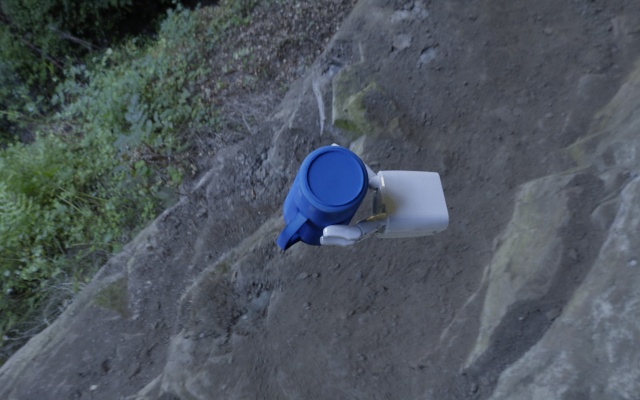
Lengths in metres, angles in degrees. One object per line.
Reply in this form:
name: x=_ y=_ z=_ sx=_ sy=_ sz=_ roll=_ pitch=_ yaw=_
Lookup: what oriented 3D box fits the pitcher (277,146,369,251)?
pitcher: x=0.000 y=0.003 z=0.824 sx=0.145 sy=0.149 sz=0.243 roll=2 pitch=-14 yaw=-6
